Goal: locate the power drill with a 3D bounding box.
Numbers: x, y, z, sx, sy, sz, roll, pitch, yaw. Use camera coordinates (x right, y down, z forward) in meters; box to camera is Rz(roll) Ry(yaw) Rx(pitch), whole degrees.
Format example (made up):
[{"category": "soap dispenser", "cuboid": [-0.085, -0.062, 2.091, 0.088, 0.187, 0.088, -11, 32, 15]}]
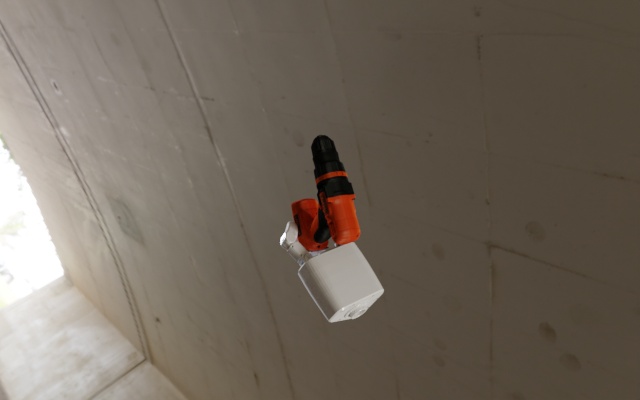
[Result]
[{"category": "power drill", "cuboid": [0.000, 0.003, 0.826, 0.057, 0.184, 0.188, -7, -17, -19]}]
